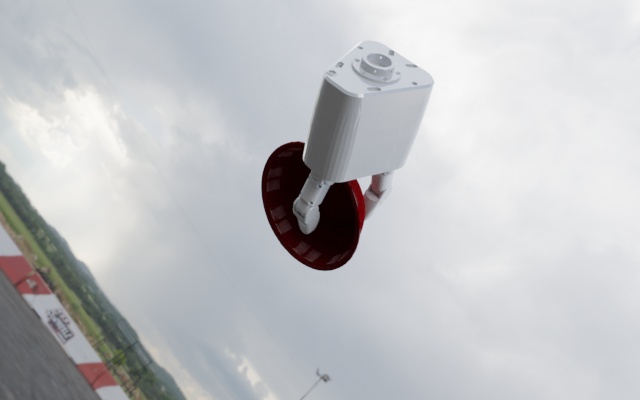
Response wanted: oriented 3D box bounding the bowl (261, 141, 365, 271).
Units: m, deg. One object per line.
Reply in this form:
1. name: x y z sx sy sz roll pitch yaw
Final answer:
1. bowl: 0.000 0.003 0.586 0.162 0.162 0.055 0 17 44
